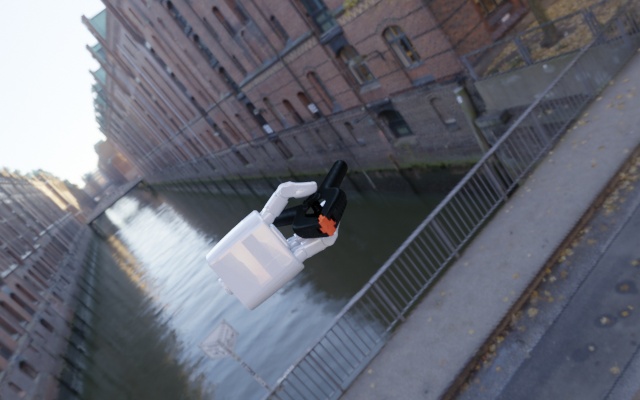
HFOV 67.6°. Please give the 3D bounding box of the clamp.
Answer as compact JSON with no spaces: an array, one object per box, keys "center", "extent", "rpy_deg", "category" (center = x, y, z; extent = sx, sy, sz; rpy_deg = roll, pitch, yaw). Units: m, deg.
[{"center":[0.000,0.002,0.740],"extent":[0.164,0.036,0.210],"rpy_deg":[-42,17,-4],"category":"clamp"}]
